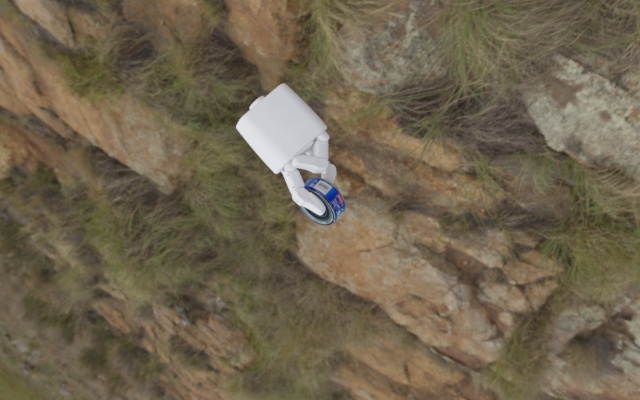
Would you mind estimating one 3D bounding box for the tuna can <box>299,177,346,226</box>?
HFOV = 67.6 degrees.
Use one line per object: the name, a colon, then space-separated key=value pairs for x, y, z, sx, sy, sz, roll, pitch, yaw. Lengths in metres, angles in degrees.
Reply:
tuna can: x=0.000 y=0.003 z=0.830 sx=0.086 sy=0.086 sz=0.033 roll=0 pitch=38 yaw=47
